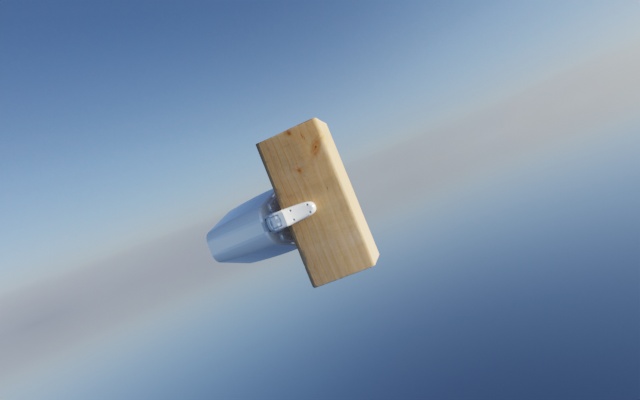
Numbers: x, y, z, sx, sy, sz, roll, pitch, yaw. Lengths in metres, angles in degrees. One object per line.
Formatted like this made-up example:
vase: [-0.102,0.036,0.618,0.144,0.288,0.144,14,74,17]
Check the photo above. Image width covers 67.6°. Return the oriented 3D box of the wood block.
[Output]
wood block: [0.000,0.002,0.660,0.090,0.206,0.091,-22,-1,12]
